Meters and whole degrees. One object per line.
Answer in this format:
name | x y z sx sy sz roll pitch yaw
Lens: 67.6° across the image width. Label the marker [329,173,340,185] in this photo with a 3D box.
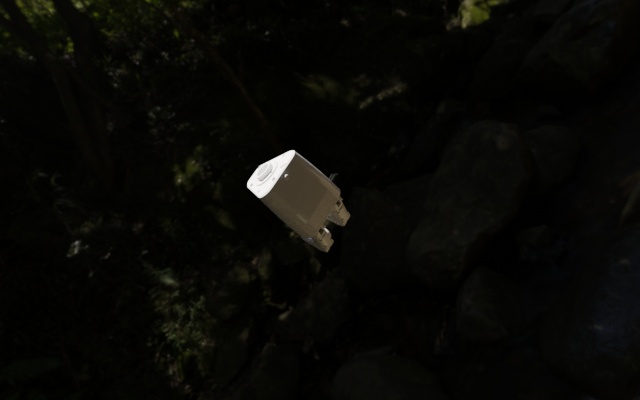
marker | 0.000 0.003 0.820 0.020 0.121 0.020 28 -20 11
